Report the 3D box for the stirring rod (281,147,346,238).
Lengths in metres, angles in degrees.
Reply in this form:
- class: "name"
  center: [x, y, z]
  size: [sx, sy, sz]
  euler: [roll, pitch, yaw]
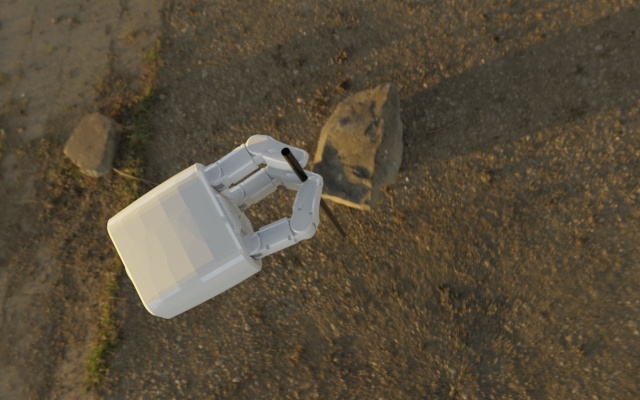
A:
- class: "stirring rod"
  center: [0.000, 0.002, 0.512]
  size: [0.011, 0.011, 0.240]
  euler: [0, -21, 15]
